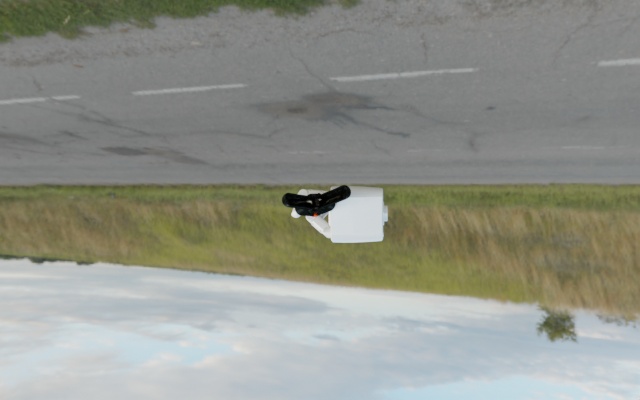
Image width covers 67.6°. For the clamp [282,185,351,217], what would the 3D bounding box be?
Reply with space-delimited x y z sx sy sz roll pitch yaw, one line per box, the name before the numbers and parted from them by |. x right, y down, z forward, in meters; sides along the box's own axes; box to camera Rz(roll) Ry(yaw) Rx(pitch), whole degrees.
clamp | 0.000 0.004 0.896 0.120 0.039 0.171 -4 -7 6
